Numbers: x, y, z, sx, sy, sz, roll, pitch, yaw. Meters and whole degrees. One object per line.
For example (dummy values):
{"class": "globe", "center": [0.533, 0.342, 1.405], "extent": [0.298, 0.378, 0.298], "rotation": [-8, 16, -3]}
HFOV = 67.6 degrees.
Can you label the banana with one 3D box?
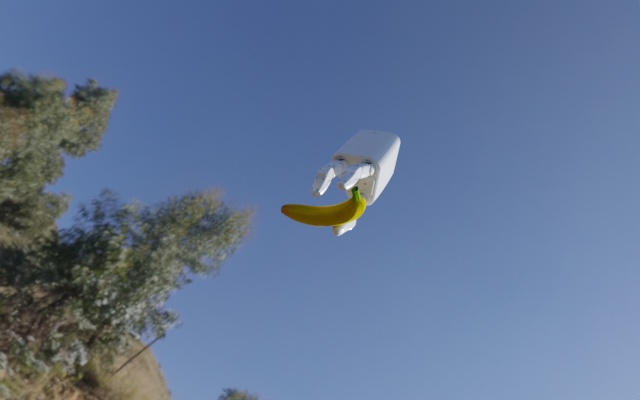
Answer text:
{"class": "banana", "center": [0.013, 0.016, 0.834], "extent": [0.198, 0.070, 0.037], "rotation": [-16, 28, 45]}
